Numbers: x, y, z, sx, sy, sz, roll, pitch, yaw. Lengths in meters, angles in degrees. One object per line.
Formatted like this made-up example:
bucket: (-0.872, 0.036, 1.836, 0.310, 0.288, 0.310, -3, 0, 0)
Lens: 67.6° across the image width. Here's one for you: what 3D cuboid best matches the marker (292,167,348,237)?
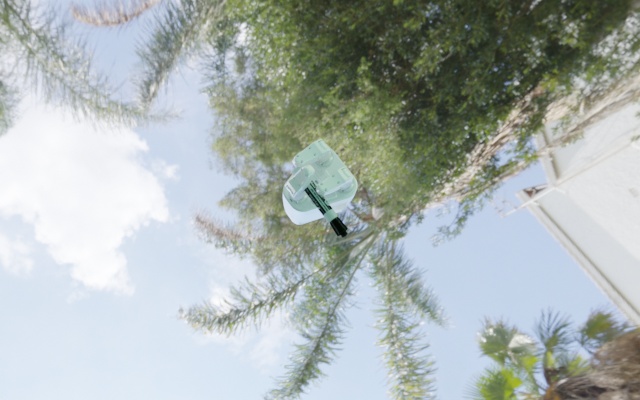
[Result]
marker: (0.000, 0.002, 0.688, 0.020, 0.121, 0.020, -35, -11, -8)
